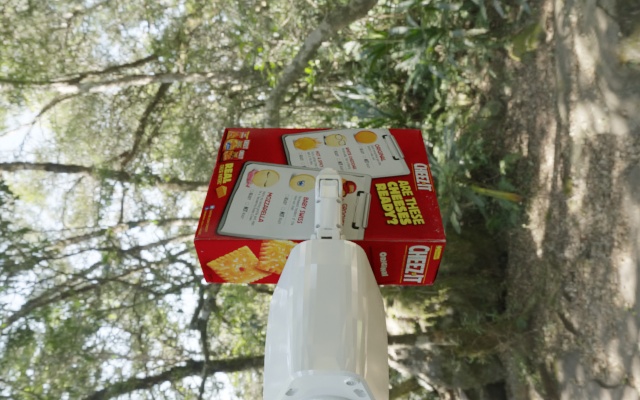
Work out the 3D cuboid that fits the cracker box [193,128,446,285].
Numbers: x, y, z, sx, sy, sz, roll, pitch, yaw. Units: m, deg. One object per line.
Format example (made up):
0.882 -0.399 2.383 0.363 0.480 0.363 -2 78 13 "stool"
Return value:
0.000 0.001 0.475 0.214 0.072 0.164 1 44 1 "cracker box"
